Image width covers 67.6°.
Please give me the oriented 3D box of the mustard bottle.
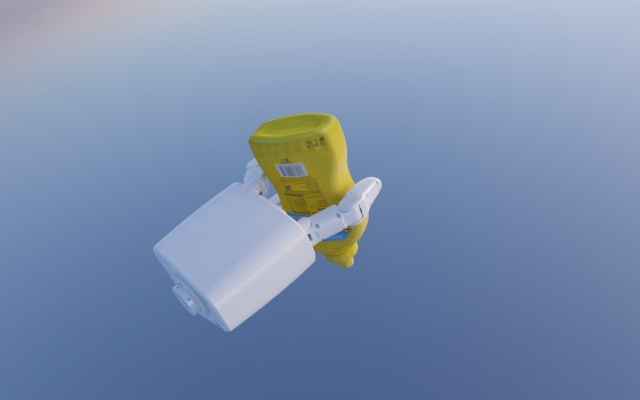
[{"bbox_3d":[0.000,0.001,0.518,0.096,0.192,0.058,-2,38,29],"label":"mustard bottle"}]
